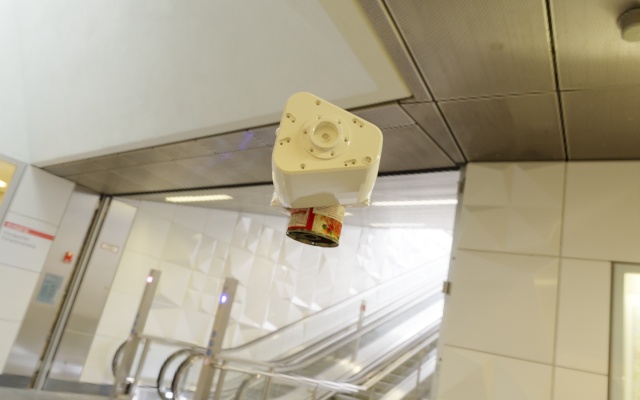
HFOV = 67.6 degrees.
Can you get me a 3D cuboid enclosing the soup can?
[{"bbox_3d":[0.000,0.002,0.608,0.068,0.102,0.068,11,-17,4],"label":"soup can"}]
